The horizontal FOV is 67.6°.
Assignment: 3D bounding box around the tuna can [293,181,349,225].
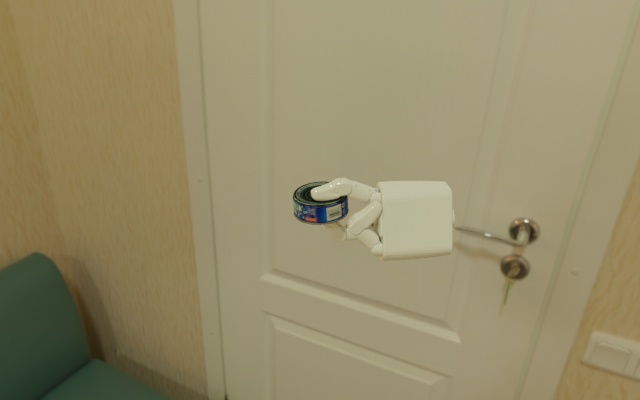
[{"bbox_3d":[0.000,0.002,0.735,0.086,0.034,0.086,-3,27,2],"label":"tuna can"}]
